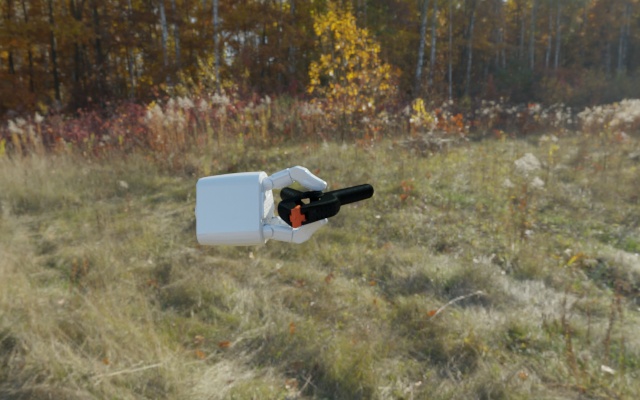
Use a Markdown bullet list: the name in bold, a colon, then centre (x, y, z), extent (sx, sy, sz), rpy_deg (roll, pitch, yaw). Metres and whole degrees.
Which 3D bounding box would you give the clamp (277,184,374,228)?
- **clamp**: centre (0.000, 0.002, 0.742), extent (0.164, 0.036, 0.210), rpy_deg (-4, 10, 7)
